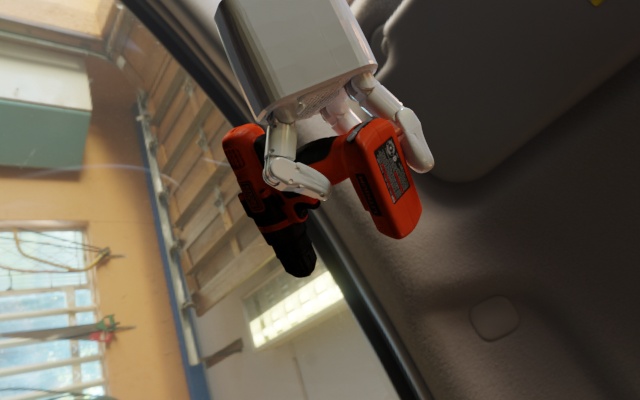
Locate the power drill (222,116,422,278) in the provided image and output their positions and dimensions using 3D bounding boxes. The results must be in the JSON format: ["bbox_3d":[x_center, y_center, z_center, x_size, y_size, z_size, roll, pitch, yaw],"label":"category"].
[{"bbox_3d":[0.000,0.001,0.472,0.187,0.184,0.057,-6,28,39],"label":"power drill"}]
